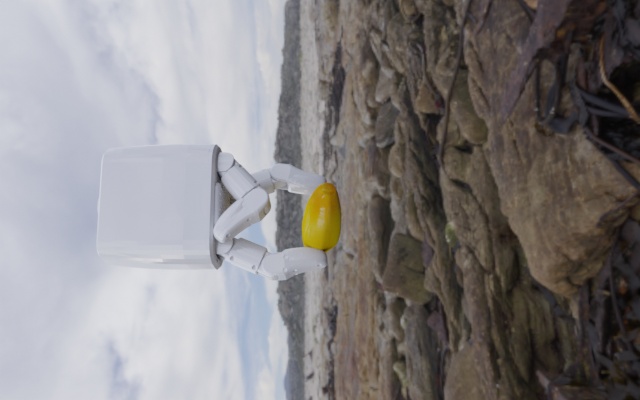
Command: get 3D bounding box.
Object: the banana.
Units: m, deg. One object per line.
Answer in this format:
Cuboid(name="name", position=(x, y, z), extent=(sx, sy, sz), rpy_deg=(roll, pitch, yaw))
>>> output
Cuboid(name="banana", position=(0.000, 0.020, 0.475), extent=(0.037, 0.069, 0.198), rpy_deg=(0, 0, 0))
